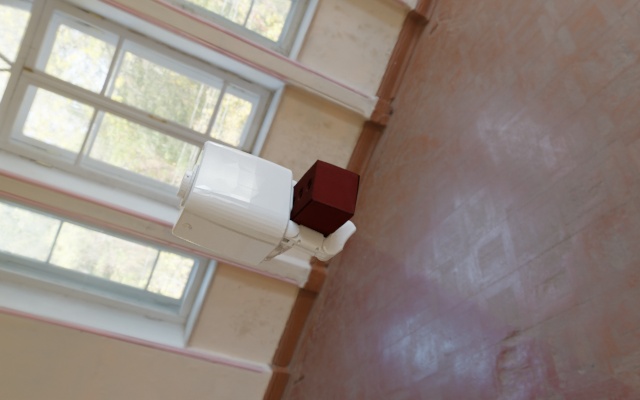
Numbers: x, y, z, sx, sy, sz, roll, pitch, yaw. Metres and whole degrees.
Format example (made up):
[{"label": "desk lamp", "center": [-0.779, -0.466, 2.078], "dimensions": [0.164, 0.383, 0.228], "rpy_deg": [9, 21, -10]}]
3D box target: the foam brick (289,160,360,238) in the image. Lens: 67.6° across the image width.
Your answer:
[{"label": "foam brick", "center": [0.000, 0.002, 0.523], "dimensions": [0.051, 0.053, 0.078], "rpy_deg": [22, -34, -18]}]
